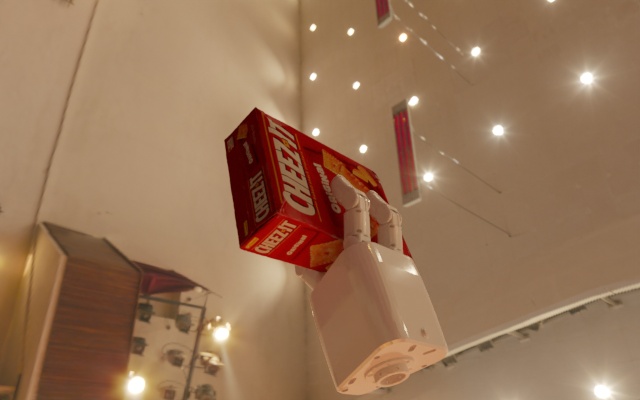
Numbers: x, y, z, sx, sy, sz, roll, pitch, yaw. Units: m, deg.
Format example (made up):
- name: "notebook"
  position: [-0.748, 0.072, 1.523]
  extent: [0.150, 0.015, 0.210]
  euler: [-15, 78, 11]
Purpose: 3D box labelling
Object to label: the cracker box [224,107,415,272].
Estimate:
- name: "cracker box"
  position: [0.000, 0.002, 0.567]
  extent: [0.214, 0.164, 0.072]
  euler: [24, -54, -39]
